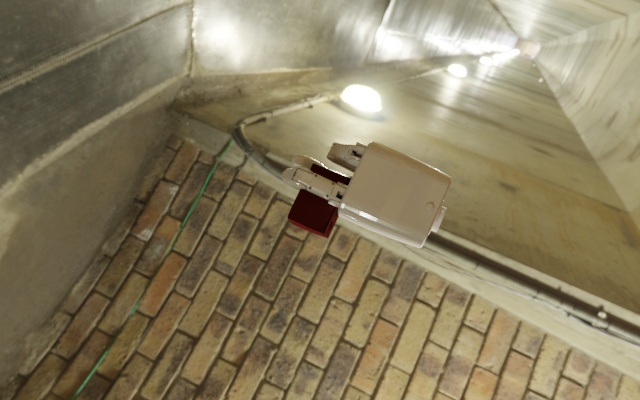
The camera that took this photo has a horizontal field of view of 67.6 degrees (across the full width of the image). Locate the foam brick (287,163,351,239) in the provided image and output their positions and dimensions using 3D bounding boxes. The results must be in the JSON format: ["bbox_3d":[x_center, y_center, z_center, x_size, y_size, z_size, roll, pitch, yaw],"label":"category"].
[{"bbox_3d":[0.000,0.002,0.600,0.051,0.078,0.053,24,-7,10],"label":"foam brick"}]
